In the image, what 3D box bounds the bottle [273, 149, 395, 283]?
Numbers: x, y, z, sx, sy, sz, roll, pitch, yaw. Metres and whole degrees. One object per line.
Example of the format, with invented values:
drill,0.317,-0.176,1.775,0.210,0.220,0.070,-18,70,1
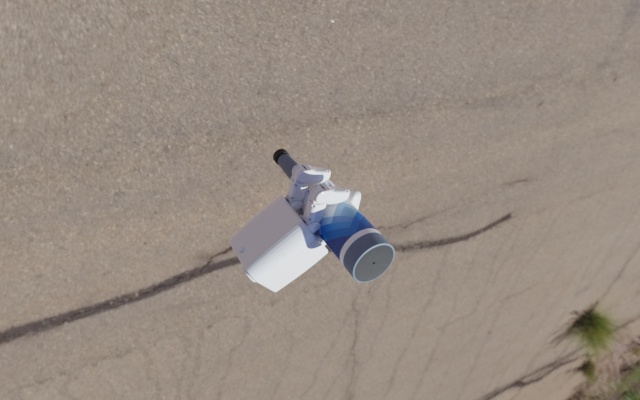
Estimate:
bottle,0.000,0.002,0.727,0.069,0.069,0.295,0,33,-35
